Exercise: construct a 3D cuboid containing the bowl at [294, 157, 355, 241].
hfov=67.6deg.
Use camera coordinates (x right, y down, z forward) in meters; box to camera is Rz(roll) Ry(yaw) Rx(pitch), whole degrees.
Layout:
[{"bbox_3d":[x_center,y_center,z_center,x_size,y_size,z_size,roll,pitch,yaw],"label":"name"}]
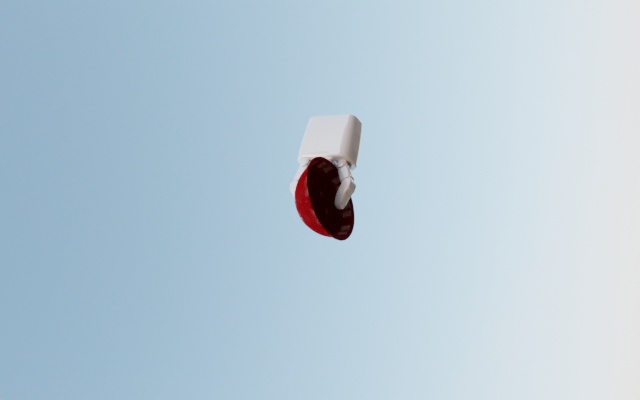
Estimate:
[{"bbox_3d":[0.000,0.004,0.887,0.055,0.162,0.162,-20,-10,28],"label":"bowl"}]
